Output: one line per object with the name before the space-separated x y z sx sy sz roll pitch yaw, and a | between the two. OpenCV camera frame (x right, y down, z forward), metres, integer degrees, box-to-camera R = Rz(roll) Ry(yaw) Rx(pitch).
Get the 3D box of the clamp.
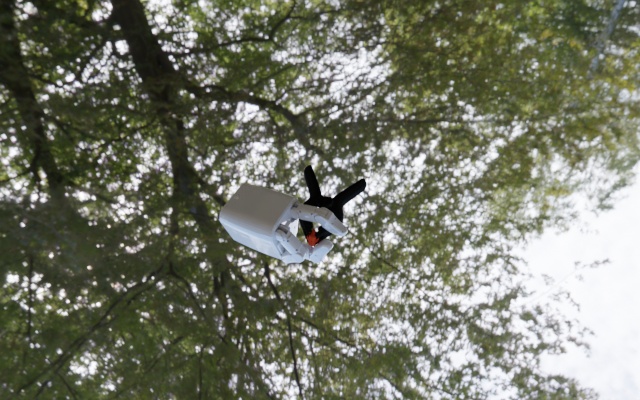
clamp | 0.000 0.003 0.858 0.120 0.039 0.171 18 49 18
